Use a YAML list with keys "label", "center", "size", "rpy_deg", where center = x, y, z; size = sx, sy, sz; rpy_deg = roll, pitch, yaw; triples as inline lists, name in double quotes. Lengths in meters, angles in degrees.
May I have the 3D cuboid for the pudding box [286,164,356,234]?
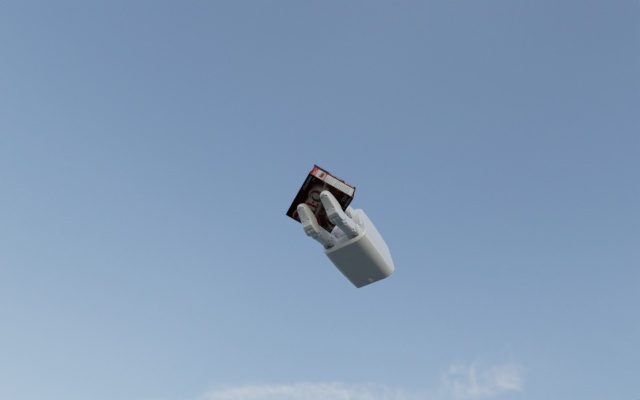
- label: "pudding box"
  center: [0.000, 0.003, 0.863]
  size: [0.090, 0.113, 0.039]
  rpy_deg: [29, 35, -3]
